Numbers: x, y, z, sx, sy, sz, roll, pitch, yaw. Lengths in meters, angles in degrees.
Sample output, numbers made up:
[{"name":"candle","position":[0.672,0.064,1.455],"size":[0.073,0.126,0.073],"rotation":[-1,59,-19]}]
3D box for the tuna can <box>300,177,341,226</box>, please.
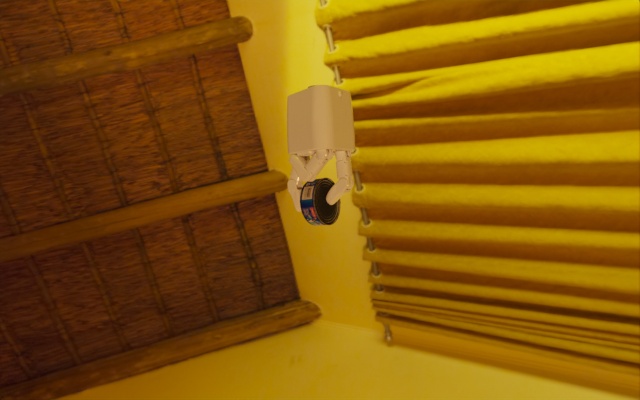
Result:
[{"name":"tuna can","position":[0.000,0.003,0.862],"size":[0.034,0.086,0.086],"rotation":[-6,-3,34]}]
